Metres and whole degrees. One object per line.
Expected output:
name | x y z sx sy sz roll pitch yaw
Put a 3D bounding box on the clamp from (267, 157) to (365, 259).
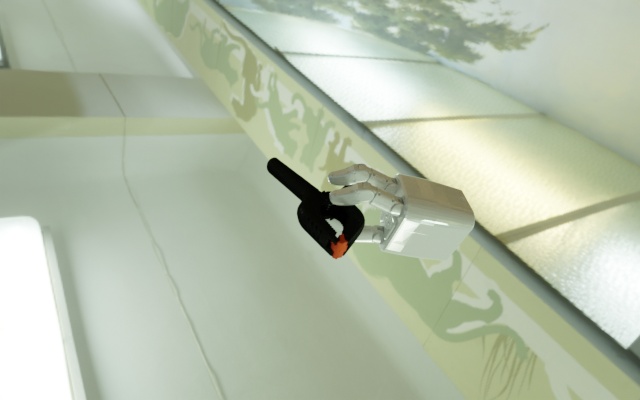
clamp | 0.000 0.003 0.678 0.164 0.036 0.209 11 32 -9
